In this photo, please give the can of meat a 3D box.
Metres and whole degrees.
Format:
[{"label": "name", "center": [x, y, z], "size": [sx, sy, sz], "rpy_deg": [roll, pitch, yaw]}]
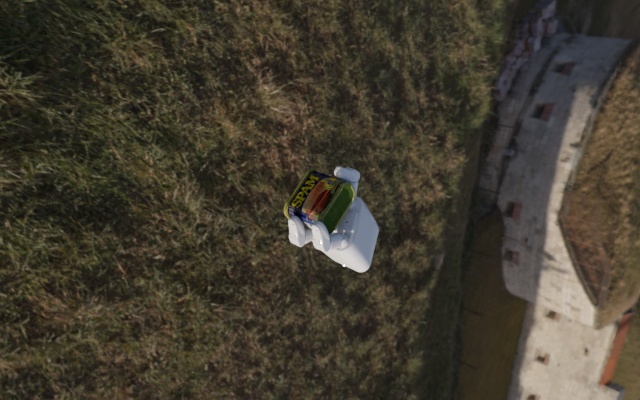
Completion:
[{"label": "can of meat", "center": [0.000, 0.003, 0.833], "size": [0.084, 0.102, 0.057], "rpy_deg": [21, -21, 36]}]
